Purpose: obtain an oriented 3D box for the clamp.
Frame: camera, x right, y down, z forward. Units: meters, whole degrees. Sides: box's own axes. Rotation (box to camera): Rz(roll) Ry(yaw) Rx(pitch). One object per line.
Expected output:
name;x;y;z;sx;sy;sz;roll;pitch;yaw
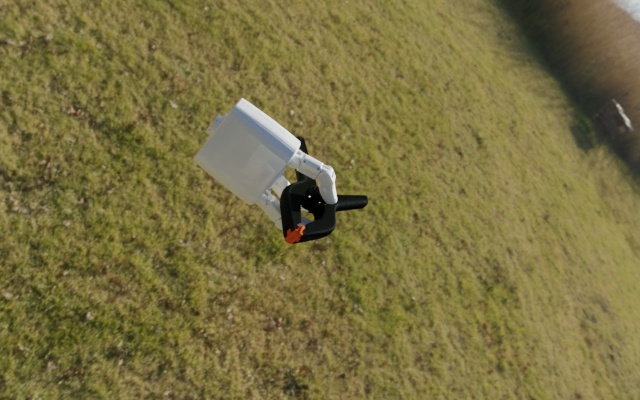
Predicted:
clamp;0.000;0.002;0.729;0.164;0.209;0.036;37;-54;-14
